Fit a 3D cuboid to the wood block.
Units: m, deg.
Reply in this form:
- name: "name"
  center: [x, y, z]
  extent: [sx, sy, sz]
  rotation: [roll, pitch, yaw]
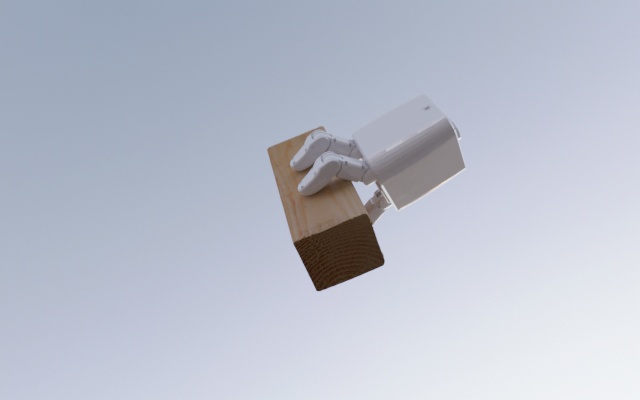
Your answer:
- name: "wood block"
  center: [0.001, 0.002, 0.617]
  extent: [0.090, 0.091, 0.206]
  rotation: [-22, 38, 1]
